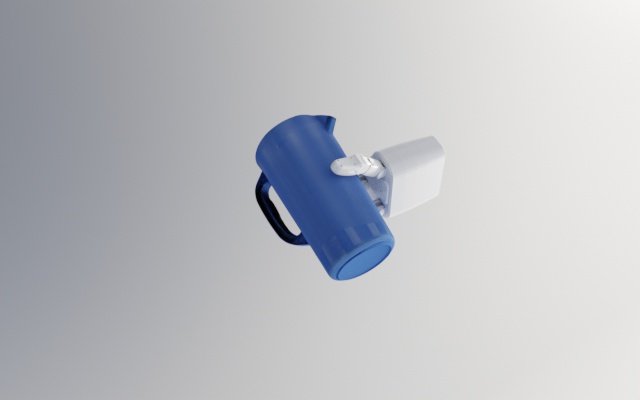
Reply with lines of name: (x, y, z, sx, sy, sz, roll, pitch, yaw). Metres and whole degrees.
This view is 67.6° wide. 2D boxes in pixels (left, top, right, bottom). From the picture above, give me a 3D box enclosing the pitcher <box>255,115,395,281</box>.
pitcher: (0.000, 0.002, 0.730, 0.145, 0.242, 0.149, -20, -29, -20)
